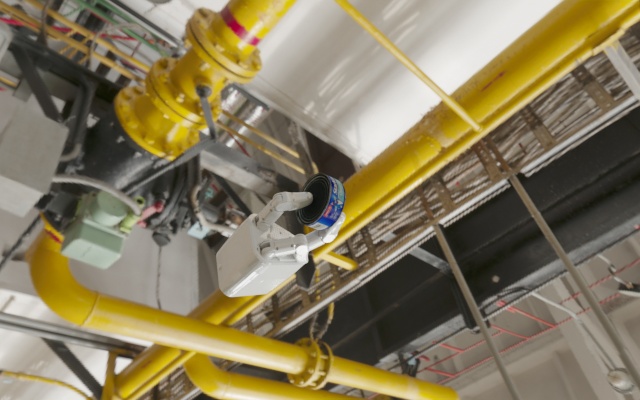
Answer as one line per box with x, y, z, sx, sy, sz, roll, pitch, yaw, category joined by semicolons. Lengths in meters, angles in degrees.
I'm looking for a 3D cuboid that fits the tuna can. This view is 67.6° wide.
0.001;0.003;0.743;0.034;0.086;0.086;22;-13;-33;tuna can
